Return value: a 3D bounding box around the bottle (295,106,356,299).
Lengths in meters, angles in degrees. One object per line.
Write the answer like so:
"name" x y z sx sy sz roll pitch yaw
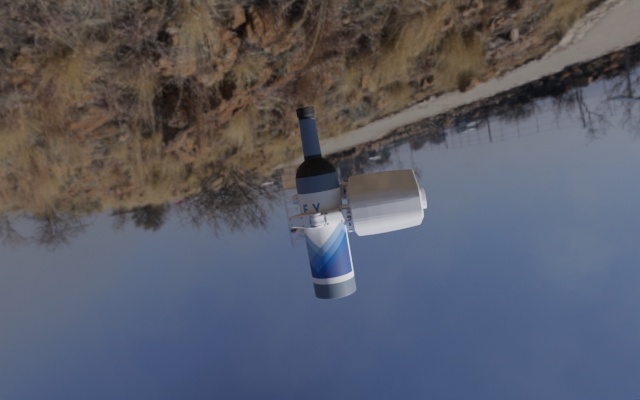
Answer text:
"bottle" 0.000 0.003 0.747 0.069 0.296 0.069 -10 6 1
